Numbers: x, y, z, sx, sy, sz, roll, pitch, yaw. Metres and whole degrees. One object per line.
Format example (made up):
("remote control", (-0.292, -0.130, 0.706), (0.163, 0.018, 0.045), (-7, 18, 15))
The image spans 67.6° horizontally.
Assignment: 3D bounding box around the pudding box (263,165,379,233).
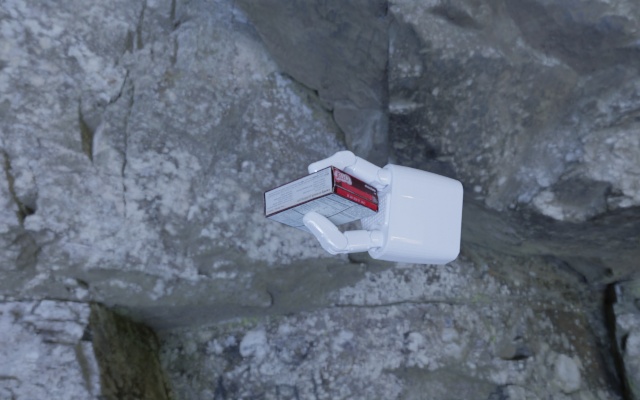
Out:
("pudding box", (0.000, 0.002, 0.579), (0.113, 0.039, 0.090), (-21, -30, 35))
